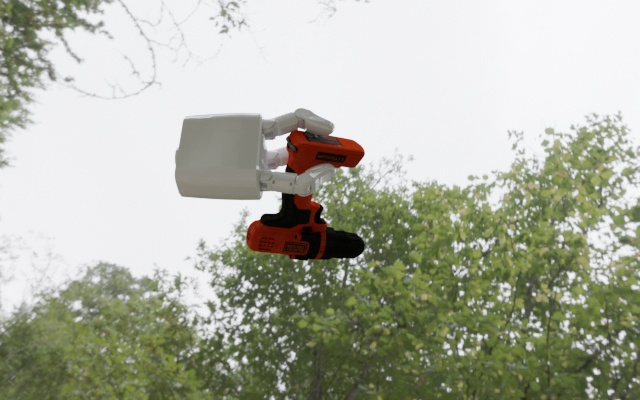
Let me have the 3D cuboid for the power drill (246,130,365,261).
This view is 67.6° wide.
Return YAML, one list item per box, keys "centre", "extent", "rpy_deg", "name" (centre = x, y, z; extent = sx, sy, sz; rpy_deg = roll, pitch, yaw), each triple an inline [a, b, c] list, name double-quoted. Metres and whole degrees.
- centre: [0.000, 0.002, 0.683]
  extent: [0.184, 0.188, 0.057]
  rpy_deg: [7, 24, -22]
  name: "power drill"
